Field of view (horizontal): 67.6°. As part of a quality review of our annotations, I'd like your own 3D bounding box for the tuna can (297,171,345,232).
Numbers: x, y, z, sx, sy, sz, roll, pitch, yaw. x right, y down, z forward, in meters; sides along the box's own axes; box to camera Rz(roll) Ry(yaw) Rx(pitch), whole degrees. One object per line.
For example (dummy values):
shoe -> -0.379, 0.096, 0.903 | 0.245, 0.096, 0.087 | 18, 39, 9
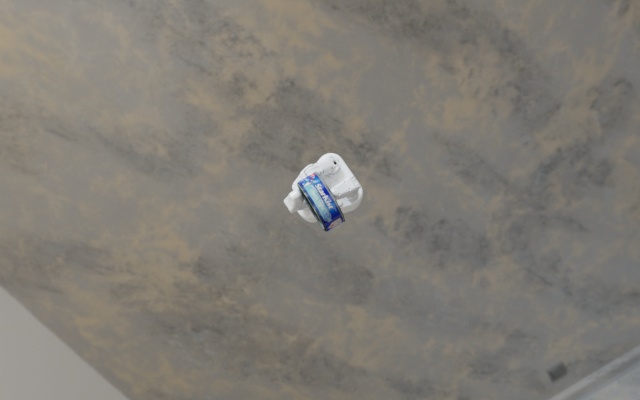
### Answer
tuna can -> 0.000, 0.003, 0.700 | 0.034, 0.086, 0.086 | -31, 3, -5
